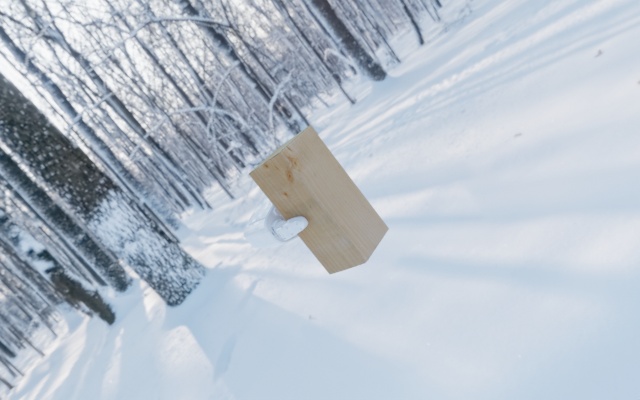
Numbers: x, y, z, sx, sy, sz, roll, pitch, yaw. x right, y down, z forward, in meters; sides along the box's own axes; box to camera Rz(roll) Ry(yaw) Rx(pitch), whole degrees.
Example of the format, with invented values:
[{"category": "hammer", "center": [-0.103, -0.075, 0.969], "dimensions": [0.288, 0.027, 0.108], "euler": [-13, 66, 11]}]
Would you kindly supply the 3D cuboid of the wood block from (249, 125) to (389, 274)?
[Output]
[{"category": "wood block", "center": [0.000, 0.003, 0.741], "dimensions": [0.090, 0.206, 0.090], "euler": [-27, 16, 46]}]
